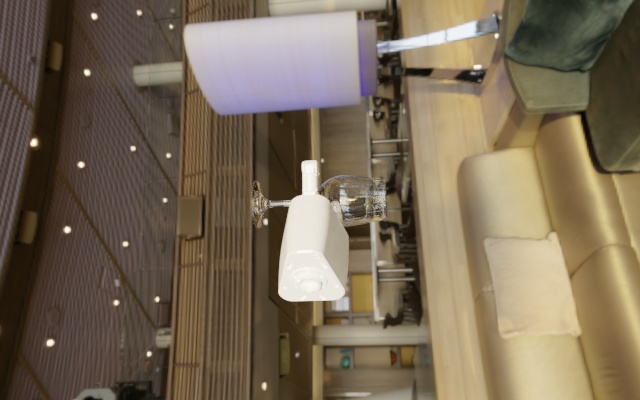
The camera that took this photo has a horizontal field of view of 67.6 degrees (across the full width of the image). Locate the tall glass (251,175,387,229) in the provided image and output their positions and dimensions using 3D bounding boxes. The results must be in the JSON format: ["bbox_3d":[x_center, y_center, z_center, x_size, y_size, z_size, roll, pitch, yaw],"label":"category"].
[{"bbox_3d":[-0.001,0.002,0.730,0.201,0.079,0.079,-3,0,6],"label":"tall glass"}]
